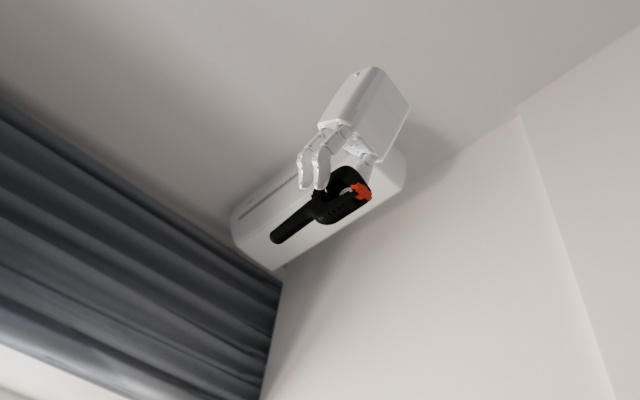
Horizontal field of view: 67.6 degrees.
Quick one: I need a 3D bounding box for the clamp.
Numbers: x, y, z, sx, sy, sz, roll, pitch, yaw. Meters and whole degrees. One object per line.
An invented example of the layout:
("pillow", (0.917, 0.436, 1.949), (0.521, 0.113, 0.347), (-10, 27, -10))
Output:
("clamp", (0.001, 0.003, 0.716), (0.036, 0.164, 0.210), (34, -13, -25))
